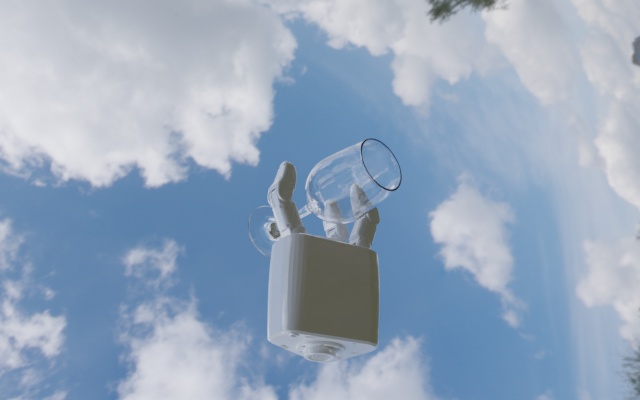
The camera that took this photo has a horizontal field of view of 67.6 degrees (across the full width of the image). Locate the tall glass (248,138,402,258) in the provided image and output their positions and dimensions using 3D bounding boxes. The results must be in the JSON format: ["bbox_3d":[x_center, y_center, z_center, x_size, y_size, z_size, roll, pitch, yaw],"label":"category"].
[{"bbox_3d":[0.000,0.002,0.561,0.079,0.079,0.201,0,-24,-45],"label":"tall glass"}]
